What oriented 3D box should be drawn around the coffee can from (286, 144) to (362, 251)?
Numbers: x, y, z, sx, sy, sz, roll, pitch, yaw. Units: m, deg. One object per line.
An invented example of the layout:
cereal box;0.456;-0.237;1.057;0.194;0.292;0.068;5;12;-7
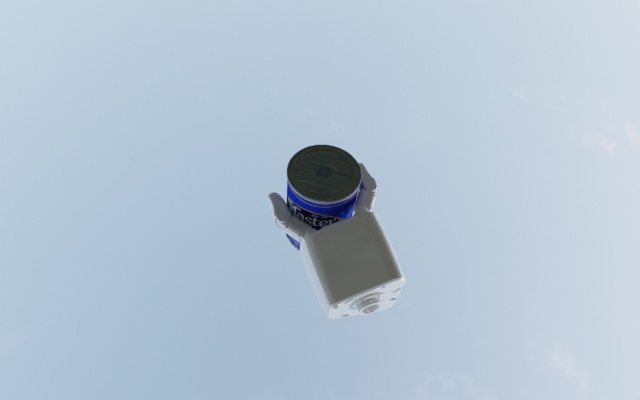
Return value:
coffee can;0.000;0.002;0.703;0.103;0.102;0.140;0;-37;-5
